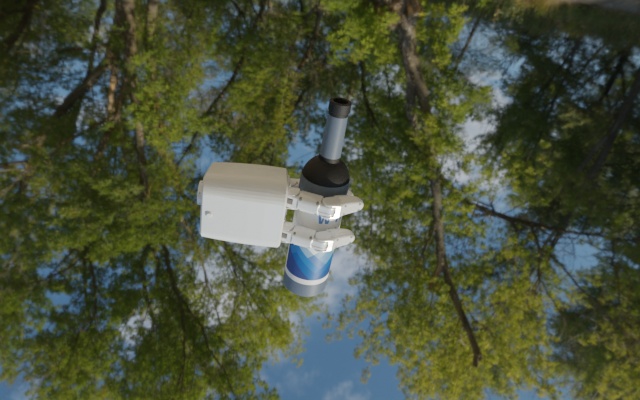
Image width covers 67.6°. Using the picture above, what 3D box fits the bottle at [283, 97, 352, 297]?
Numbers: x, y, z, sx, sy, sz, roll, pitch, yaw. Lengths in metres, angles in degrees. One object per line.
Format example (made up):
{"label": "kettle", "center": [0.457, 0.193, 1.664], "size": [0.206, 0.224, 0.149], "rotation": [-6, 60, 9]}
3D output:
{"label": "bottle", "center": [0.000, 0.002, 0.656], "size": [0.069, 0.296, 0.069], "rotation": [8, 32, -5]}
